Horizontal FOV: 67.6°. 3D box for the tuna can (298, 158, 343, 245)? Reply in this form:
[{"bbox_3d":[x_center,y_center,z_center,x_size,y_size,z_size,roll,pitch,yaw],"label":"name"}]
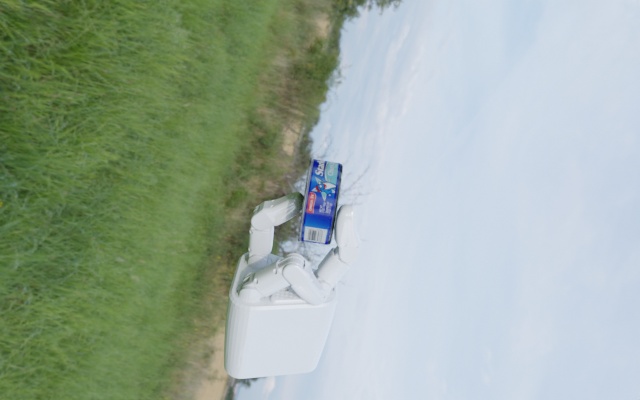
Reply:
[{"bbox_3d":[0.001,0.002,0.485,0.034,0.086,0.086,9,0,0],"label":"tuna can"}]
